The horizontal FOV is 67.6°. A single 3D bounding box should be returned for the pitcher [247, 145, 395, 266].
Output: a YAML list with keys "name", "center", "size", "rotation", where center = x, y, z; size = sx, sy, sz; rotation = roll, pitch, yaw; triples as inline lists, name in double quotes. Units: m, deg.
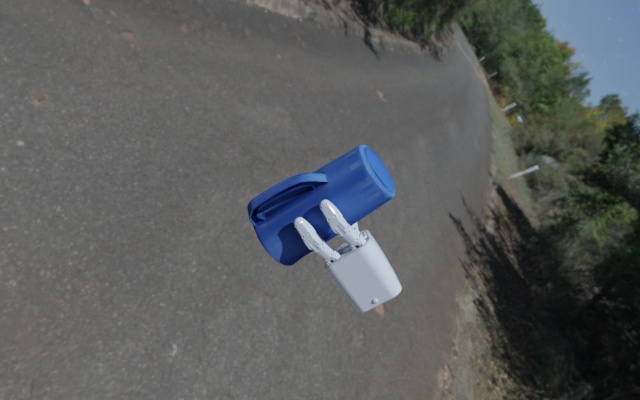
- name: "pitcher"
  center: [0.000, 0.003, 0.847]
  size: [0.243, 0.145, 0.149]
  rotation: [-32, 6, 21]
